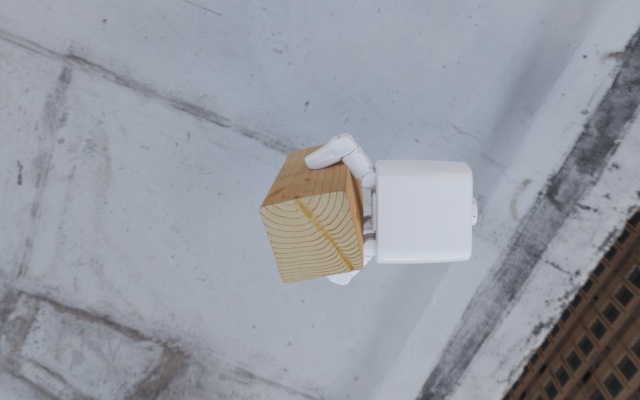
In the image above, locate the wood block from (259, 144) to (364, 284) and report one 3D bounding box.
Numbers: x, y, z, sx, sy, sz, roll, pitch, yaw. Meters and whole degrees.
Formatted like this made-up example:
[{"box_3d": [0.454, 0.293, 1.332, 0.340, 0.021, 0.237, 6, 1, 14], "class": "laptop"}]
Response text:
[{"box_3d": [0.000, 0.002, 0.573, 0.090, 0.091, 0.206, -12, 19, 9], "class": "wood block"}]
